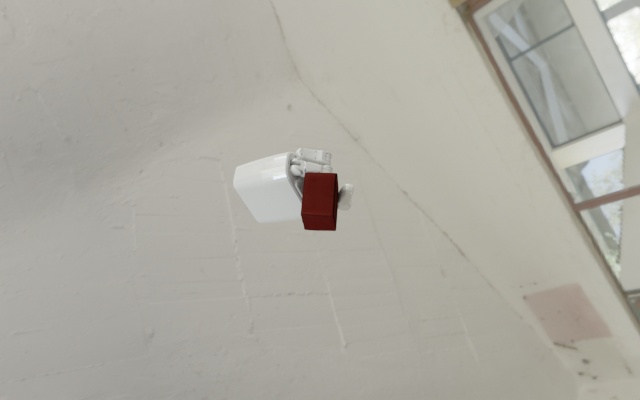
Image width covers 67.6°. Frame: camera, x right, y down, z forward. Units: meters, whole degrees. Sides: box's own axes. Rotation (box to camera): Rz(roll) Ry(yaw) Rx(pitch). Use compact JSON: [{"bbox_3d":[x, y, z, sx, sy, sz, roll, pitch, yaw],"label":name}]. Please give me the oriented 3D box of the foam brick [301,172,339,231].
[{"bbox_3d":[0.000,0.003,0.740,0.051,0.078,0.053,1,-31,6],"label":"foam brick"}]
